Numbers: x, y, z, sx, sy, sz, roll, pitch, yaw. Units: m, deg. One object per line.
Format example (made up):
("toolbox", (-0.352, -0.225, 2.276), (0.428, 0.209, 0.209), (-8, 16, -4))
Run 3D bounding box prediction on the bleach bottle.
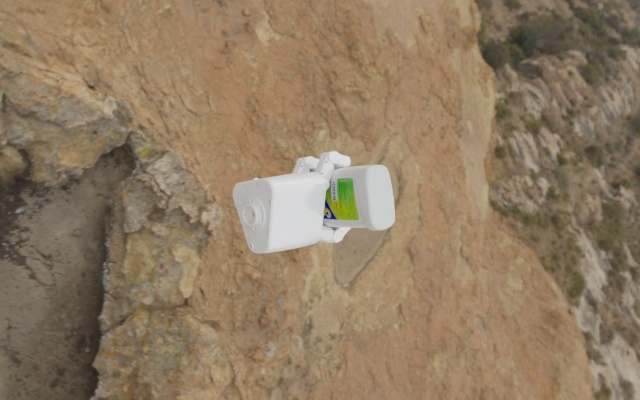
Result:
("bleach bottle", (0.000, 0.003, 0.797), (0.251, 0.102, 0.068), (-6, 2, 43))
